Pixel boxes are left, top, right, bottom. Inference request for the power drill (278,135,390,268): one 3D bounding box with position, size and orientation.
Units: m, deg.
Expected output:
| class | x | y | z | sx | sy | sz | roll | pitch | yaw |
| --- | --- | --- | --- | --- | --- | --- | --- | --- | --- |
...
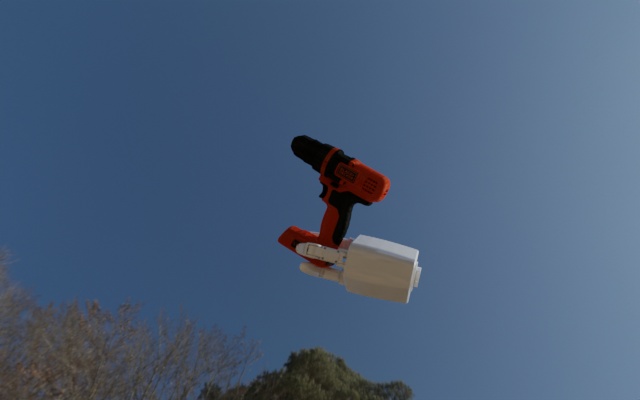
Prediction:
| class | x | y | z | sx | sy | sz | roll | pitch | yaw |
| --- | --- | --- | --- | --- | --- | --- | --- | --- | --- |
| power drill | 0.000 | 0.003 | 0.800 | 0.184 | 0.188 | 0.057 | 30 | 15 | 19 |
